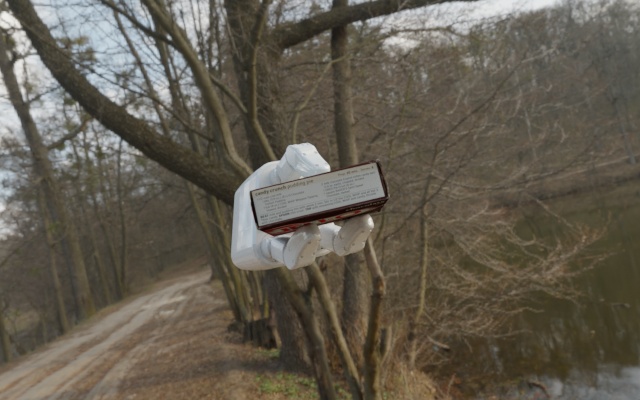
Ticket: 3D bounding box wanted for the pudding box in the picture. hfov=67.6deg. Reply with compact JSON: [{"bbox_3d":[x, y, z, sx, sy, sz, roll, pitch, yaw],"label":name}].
[{"bbox_3d":[0.000,0.001,0.427,0.113,0.039,0.090,-15,-7,1],"label":"pudding box"}]
